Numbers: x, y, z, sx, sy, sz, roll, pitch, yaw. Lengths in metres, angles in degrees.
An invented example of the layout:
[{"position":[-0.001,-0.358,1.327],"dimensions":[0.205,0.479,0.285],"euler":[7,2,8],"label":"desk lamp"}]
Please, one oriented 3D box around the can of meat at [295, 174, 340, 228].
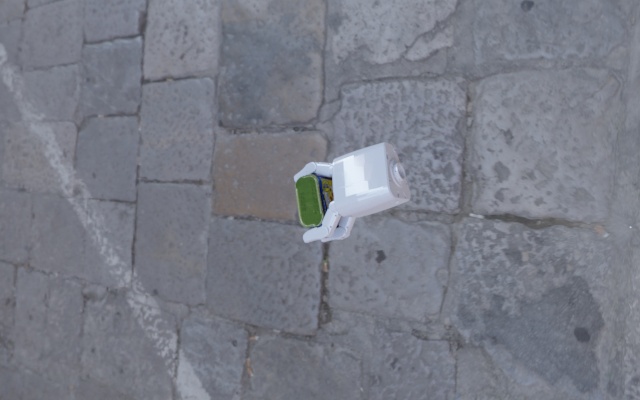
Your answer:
[{"position":[0.000,0.003,0.894],"dimensions":[0.057,0.102,0.084],"euler":[-15,-10,31],"label":"can of meat"}]
